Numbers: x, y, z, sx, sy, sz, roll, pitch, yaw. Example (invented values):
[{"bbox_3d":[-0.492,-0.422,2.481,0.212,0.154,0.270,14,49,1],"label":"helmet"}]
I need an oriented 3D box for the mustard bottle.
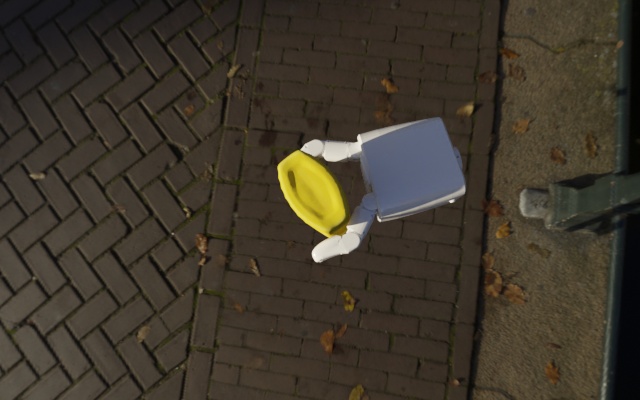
[{"bbox_3d":[0.000,0.002,0.598,0.058,0.096,0.191,-38,-9,-1],"label":"mustard bottle"}]
